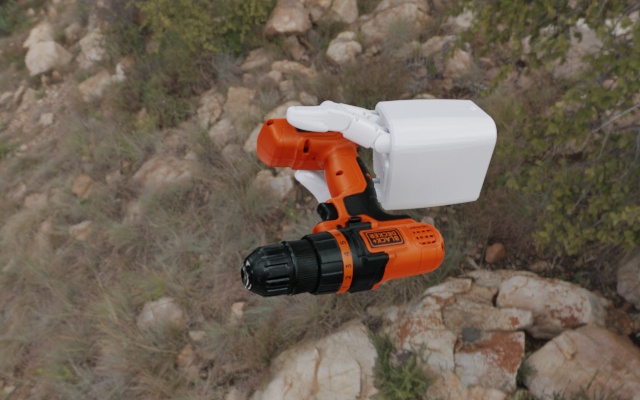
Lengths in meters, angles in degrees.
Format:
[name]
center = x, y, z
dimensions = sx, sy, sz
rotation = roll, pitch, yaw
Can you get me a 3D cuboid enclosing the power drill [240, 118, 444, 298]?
[power drill]
center = 0.000, 0.001, 0.443
dimensions = 0.184, 0.187, 0.057
rotation = -4, -40, -26
